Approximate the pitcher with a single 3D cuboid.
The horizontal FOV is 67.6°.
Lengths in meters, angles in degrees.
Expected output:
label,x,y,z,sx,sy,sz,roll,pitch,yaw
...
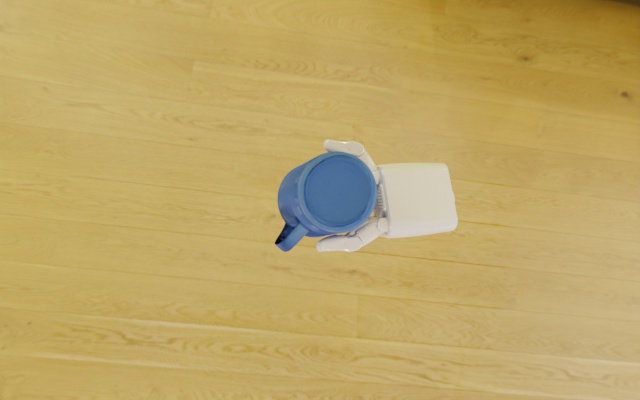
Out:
label,x,y,z,sx,sy,sz,roll,pitch,yaw
pitcher,0.000,0.002,0.733,0.145,0.149,0.243,-5,-2,-8
